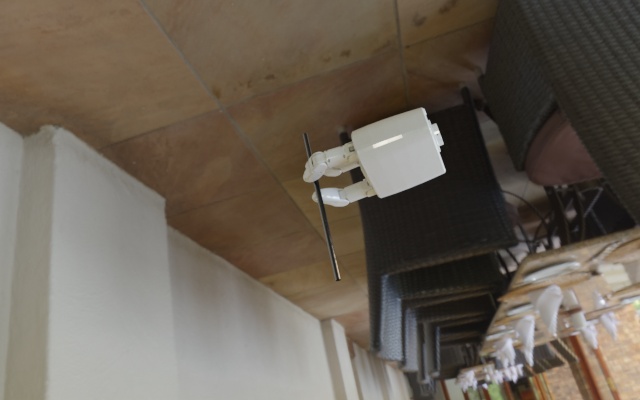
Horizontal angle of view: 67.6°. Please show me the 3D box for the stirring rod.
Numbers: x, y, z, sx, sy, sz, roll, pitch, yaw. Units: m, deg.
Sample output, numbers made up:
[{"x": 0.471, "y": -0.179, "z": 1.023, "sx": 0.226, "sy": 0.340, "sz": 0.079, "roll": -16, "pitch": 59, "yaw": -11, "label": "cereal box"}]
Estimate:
[{"x": 0.000, "y": 0.002, "z": 0.700, "sx": 0.011, "sy": 0.239, "sz": 0.011, "roll": -10, "pitch": -25, "yaw": -5, "label": "stirring rod"}]
